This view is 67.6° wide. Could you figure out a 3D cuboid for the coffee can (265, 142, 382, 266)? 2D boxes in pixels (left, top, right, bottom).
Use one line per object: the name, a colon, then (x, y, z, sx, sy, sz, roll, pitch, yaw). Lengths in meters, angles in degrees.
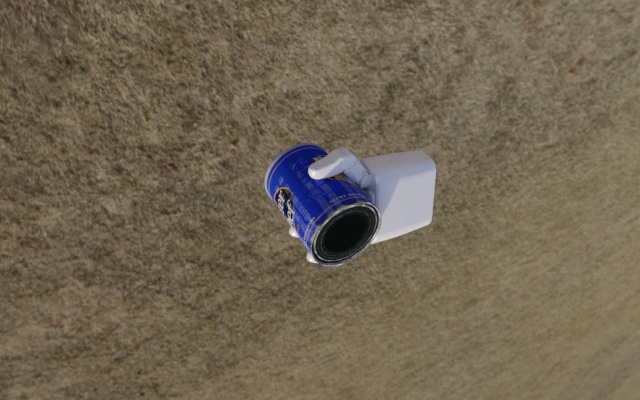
coffee can: (0.000, 0.002, 0.634, 0.103, 0.103, 0.140, 0, 36, -36)
